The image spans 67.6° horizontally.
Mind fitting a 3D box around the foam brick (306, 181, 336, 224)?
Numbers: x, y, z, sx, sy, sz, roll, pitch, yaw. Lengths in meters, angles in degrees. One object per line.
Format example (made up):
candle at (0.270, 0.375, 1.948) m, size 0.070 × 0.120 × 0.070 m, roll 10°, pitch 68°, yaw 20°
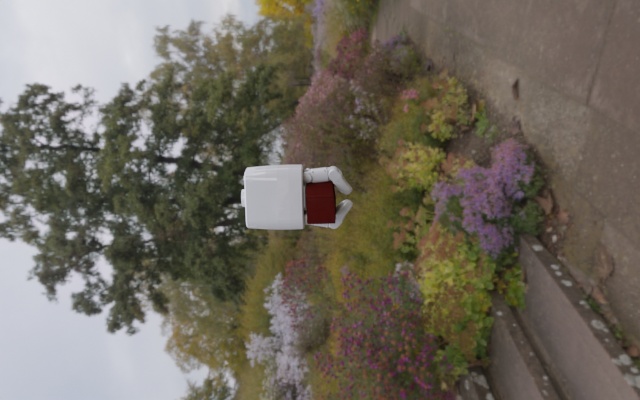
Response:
foam brick at (0.000, 0.003, 0.851) m, size 0.051 × 0.053 × 0.078 m, roll -1°, pitch 23°, yaw -1°
